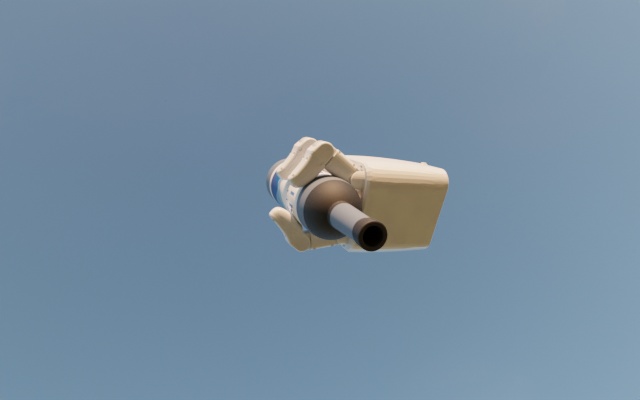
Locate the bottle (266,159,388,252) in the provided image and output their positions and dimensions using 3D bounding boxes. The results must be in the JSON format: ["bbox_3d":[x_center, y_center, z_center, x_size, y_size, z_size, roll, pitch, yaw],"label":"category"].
[{"bbox_3d":[0.000,0.002,0.540,0.069,0.069,0.295,0,11,-18],"label":"bottle"}]
